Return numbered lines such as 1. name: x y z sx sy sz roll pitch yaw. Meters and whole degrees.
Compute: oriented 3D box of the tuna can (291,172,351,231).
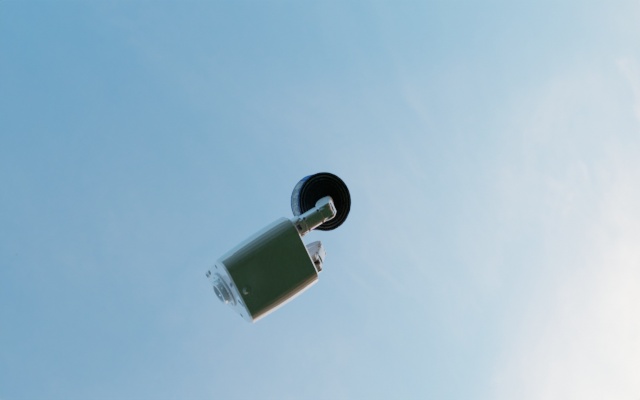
1. tuna can: 0.000 0.002 0.702 0.086 0.086 0.034 0 -3 -27
